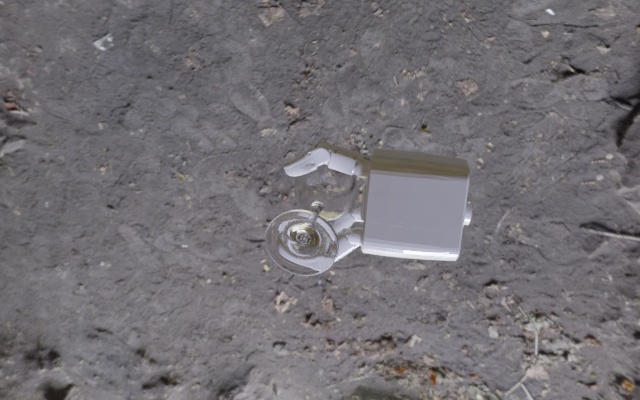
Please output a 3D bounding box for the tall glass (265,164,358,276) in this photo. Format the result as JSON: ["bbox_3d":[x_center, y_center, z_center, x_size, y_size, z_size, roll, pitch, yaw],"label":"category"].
[{"bbox_3d":[0.000,0.002,0.555,0.079,0.079,0.201,0,25,12],"label":"tall glass"}]
